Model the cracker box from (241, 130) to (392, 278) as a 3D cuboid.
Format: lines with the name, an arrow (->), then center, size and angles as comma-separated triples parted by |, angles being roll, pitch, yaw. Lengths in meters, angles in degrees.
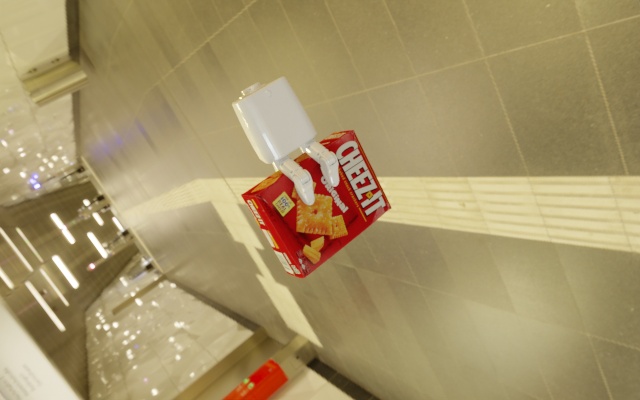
cracker box -> 0.000, 0.003, 0.808 | 0.213, 0.164, 0.072 | -36, 19, -24
